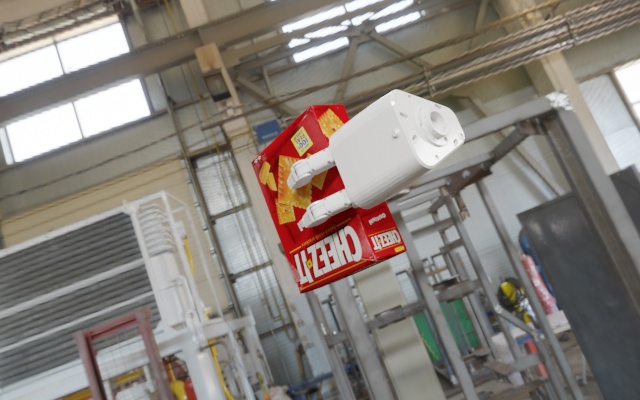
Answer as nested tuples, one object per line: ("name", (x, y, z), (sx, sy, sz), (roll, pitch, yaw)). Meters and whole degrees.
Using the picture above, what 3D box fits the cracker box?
("cracker box", (0.000, 0.002, 0.655), (0.072, 0.213, 0.164), (-11, -15, -42))
